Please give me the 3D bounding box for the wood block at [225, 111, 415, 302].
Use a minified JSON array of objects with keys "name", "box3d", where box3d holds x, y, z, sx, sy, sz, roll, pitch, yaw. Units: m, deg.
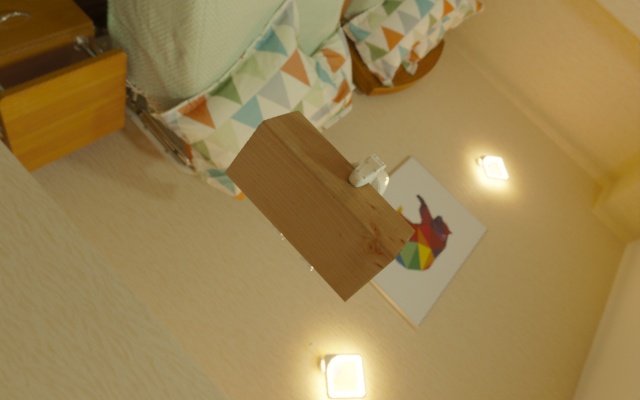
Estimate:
[{"name":"wood block","box3d":[0.001,0.002,0.566,0.091,0.206,0.090,-47,-7,31]}]
